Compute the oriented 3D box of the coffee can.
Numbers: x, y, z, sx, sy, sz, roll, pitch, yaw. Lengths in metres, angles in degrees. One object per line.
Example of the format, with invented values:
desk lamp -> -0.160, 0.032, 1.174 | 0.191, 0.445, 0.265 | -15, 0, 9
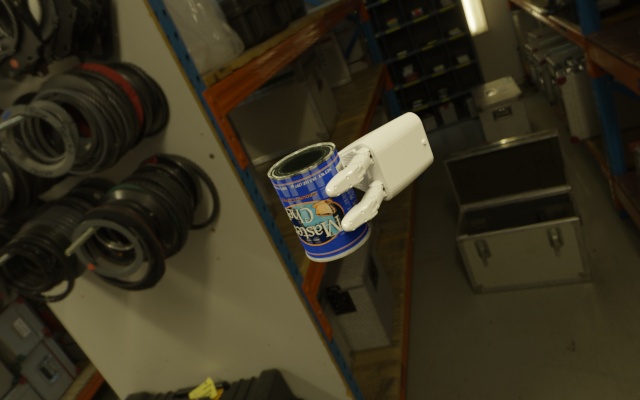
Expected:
coffee can -> 0.000, 0.002, 0.687 | 0.103, 0.140, 0.102 | -21, 22, 9
